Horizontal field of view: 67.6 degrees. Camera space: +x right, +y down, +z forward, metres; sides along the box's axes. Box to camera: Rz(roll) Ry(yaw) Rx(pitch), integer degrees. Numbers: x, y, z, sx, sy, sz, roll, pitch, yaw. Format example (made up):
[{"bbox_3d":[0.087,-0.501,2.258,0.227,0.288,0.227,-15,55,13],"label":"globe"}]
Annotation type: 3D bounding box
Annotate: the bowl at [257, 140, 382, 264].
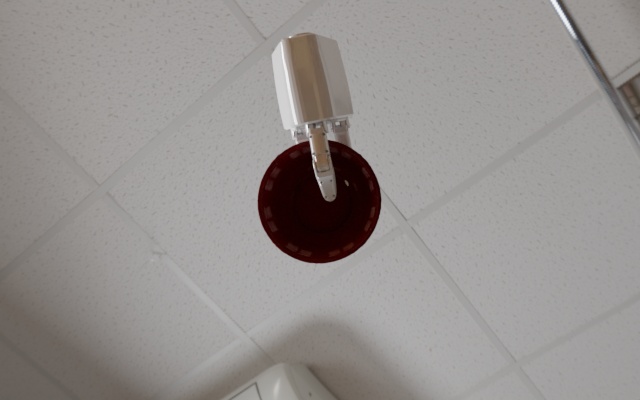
[{"bbox_3d":[0.000,0.003,0.642,0.162,0.162,0.055,0,-3,6],"label":"bowl"}]
